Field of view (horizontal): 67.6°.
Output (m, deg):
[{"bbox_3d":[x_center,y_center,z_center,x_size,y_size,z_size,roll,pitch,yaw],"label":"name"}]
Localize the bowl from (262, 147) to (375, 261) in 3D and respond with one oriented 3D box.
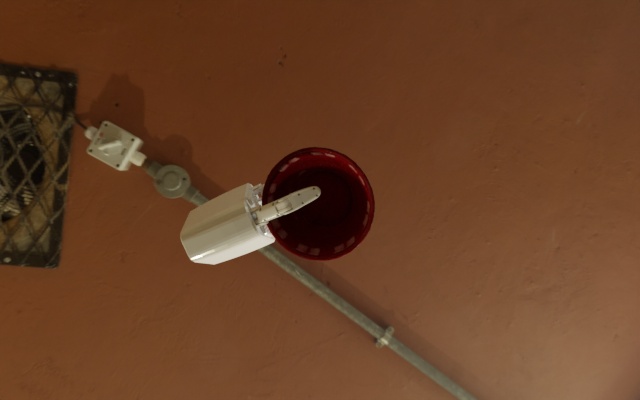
[{"bbox_3d":[0.001,0.002,0.689,0.162,0.162,0.055,0,10,12],"label":"bowl"}]
